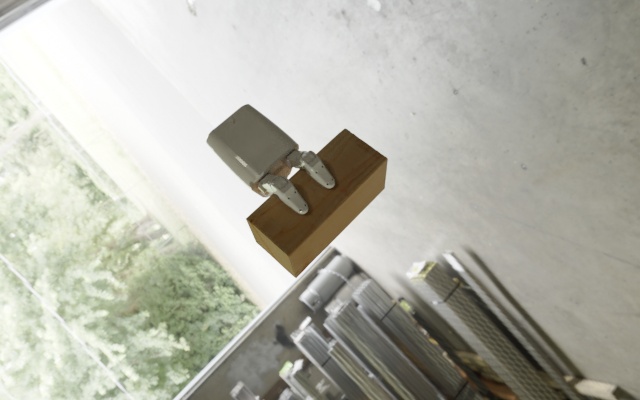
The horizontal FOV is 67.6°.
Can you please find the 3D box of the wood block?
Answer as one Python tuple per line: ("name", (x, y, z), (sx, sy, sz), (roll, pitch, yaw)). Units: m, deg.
("wood block", (0.000, 0.002, 0.716), (0.090, 0.206, 0.091), (39, -19, 21))
